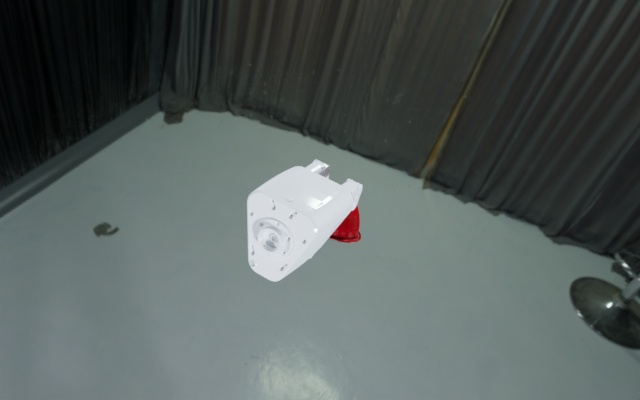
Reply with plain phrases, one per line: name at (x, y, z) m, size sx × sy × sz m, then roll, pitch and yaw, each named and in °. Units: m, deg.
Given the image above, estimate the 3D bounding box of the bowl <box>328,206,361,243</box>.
bowl at (0.000, 0.002, 0.740) m, size 0.162 × 0.055 × 0.162 m, roll 23°, pitch 13°, yaw -6°
